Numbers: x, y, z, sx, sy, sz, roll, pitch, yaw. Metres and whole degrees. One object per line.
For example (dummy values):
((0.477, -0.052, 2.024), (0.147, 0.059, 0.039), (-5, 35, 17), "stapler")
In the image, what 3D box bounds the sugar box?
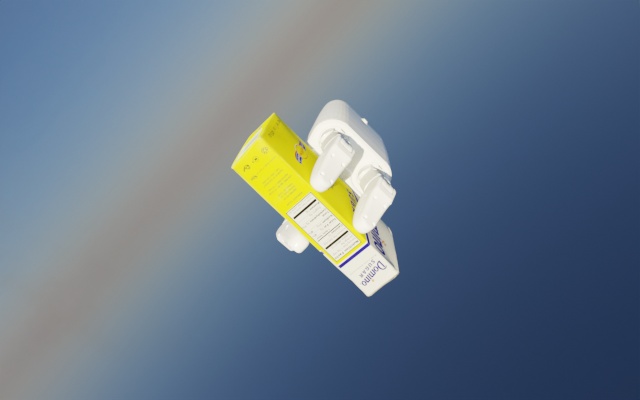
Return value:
((0.000, 0.001, 0.455), (0.176, 0.048, 0.093), (42, 19, -14), "sugar box")
